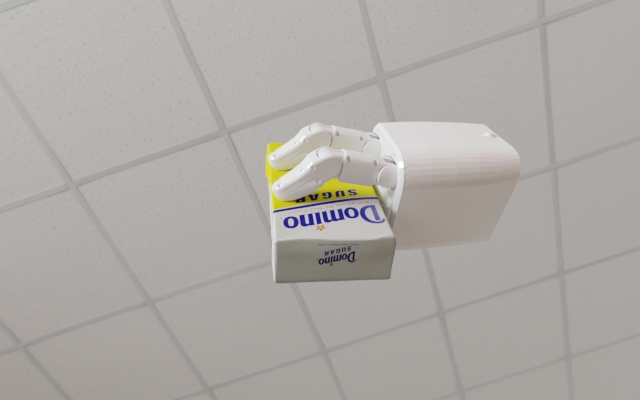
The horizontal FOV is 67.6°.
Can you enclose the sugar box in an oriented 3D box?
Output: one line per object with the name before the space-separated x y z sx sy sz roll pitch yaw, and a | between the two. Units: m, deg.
sugar box | 0.000 0.001 0.428 0.093 0.048 0.176 -1 28 -9
